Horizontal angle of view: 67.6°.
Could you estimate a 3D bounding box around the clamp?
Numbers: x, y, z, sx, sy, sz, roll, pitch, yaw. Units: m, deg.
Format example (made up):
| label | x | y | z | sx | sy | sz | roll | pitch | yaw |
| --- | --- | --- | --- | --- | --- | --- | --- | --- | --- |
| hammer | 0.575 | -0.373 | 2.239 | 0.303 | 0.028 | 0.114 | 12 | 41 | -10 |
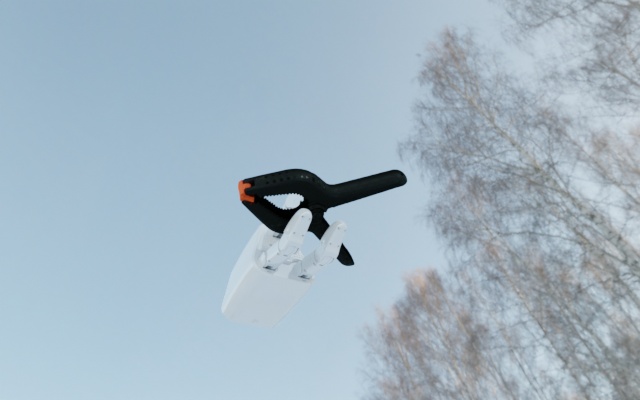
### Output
| label | x | y | z | sx | sy | sz | roll | pitch | yaw |
| --- | --- | --- | --- | --- | --- | --- | --- | --- | --- |
| clamp | -0.001 | 0.002 | 0.613 | 0.210 | 0.165 | 0.036 | 20 | 28 | -29 |
